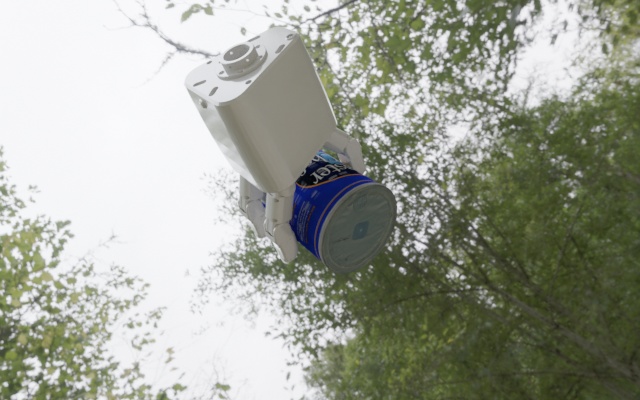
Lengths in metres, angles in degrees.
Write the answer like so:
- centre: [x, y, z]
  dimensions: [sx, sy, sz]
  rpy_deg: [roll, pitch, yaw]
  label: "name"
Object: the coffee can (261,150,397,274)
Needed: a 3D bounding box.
- centre: [0.000, 0.002, 0.533]
  dimensions: [0.103, 0.103, 0.140]
  rpy_deg: [0, 25, -42]
  label: "coffee can"
